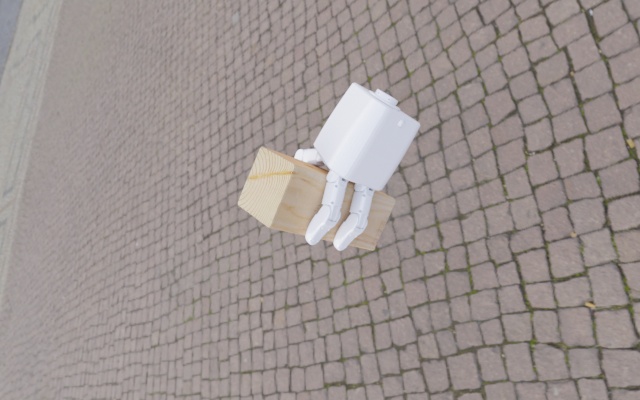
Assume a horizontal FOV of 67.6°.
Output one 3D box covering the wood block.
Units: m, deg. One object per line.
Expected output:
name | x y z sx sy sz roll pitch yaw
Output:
wood block | 0.000 0.002 0.694 0.206 0.090 0.090 17 10 -42
